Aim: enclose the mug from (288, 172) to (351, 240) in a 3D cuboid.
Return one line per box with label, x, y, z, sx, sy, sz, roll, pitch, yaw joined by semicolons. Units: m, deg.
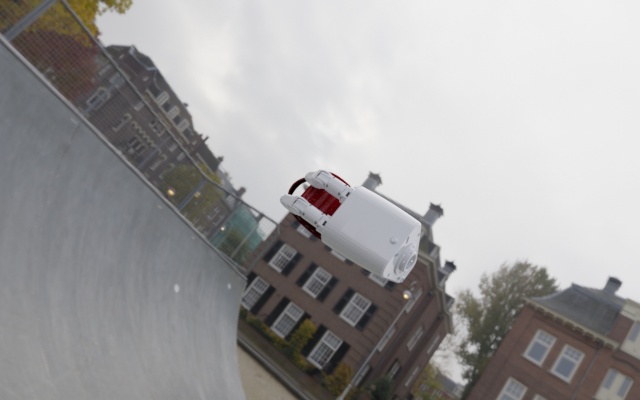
mug;-0.001;0.002;0.768;0.117;0.081;0.093;33;-17;28
